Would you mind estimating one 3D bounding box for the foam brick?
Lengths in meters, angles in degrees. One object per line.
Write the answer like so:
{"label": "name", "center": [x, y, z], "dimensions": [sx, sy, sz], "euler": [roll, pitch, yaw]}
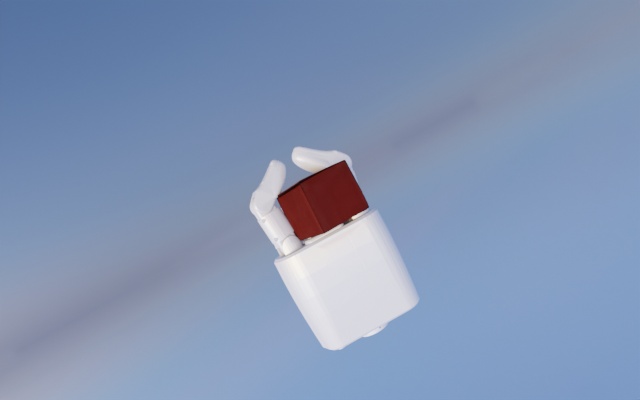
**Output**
{"label": "foam brick", "center": [0.000, 0.001, 0.456], "dimensions": [0.053, 0.051, 0.078], "euler": [-27, 1, -22]}
